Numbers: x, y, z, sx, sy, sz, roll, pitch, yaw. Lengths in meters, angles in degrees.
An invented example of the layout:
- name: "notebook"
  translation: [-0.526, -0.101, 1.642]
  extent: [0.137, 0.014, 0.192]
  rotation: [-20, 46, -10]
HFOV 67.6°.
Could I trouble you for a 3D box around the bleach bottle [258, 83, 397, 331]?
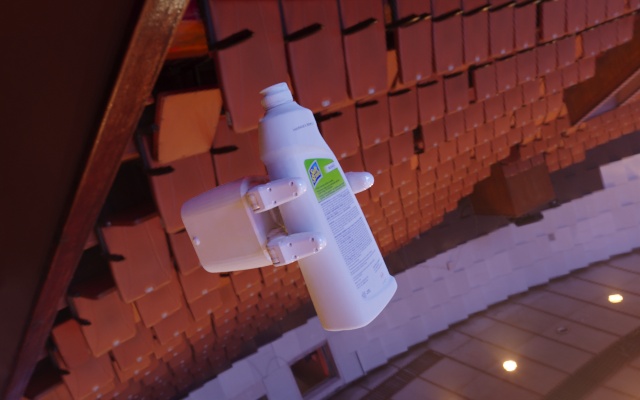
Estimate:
- name: "bleach bottle"
  translation: [0.000, 0.002, 0.498]
  extent: [0.068, 0.251, 0.102]
  rotation: [-15, 10, 32]
